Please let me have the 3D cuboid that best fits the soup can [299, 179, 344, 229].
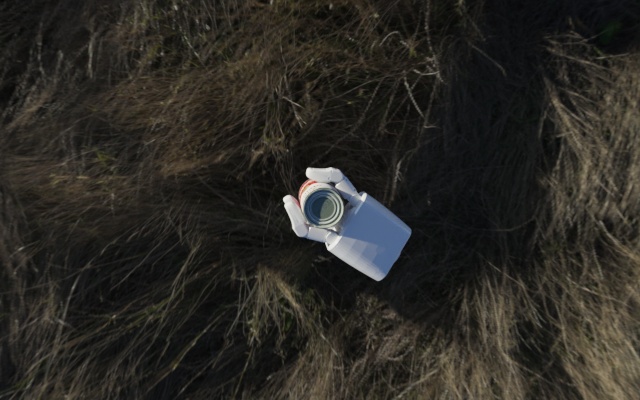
[{"bbox_3d":[0.000,0.002,0.791,0.068,0.068,0.102,0,12,-5],"label":"soup can"}]
